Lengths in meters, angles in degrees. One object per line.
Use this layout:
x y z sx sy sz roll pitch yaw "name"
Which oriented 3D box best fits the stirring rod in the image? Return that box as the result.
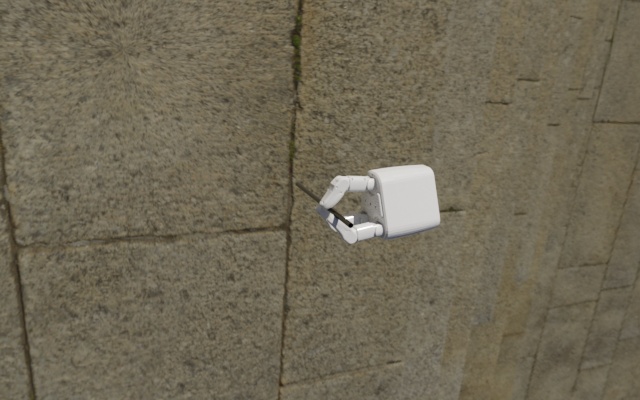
0.000 0.003 0.796 0.011 0.011 0.239 0 16 -22 "stirring rod"
